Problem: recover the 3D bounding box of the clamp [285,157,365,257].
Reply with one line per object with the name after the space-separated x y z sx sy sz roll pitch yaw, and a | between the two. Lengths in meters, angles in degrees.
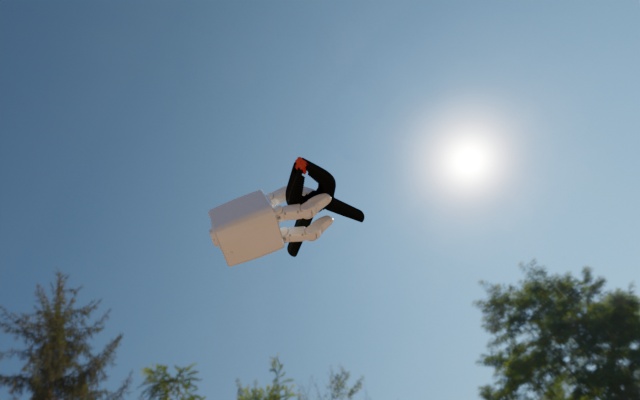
0.000 0.002 0.869 0.164 0.210 0.036 -23 44 -13 | clamp
